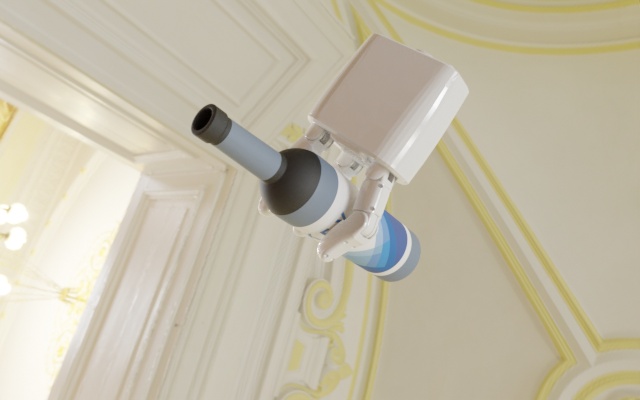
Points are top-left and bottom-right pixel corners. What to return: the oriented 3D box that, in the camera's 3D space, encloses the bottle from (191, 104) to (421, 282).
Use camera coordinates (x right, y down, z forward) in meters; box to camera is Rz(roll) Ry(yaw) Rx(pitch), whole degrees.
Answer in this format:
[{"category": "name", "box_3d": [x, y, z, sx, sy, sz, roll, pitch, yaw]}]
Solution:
[{"category": "bottle", "box_3d": [0.000, 0.002, 0.453, 0.069, 0.069, 0.296, 0, -25, 40]}]
